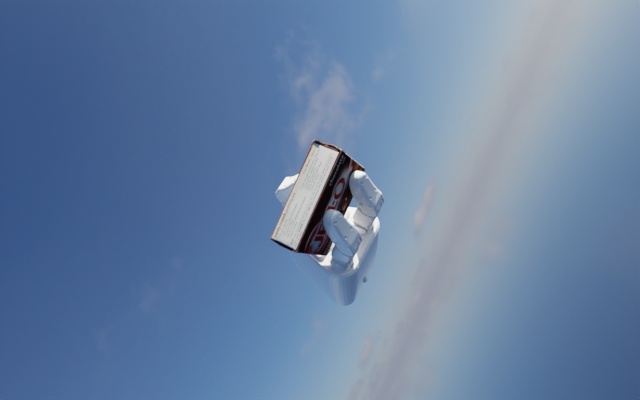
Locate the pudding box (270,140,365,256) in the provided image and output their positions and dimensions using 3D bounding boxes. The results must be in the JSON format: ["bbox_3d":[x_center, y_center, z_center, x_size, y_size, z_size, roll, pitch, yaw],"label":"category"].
[{"bbox_3d":[0.000,0.002,0.508,0.039,0.113,0.090,22,0,21],"label":"pudding box"}]
